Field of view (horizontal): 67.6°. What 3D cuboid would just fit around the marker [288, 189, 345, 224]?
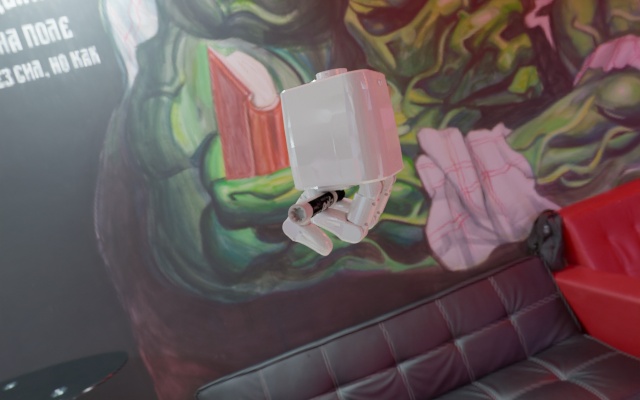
[{"bbox_3d":[0.000,0.002,0.483,0.020,0.020,0.121,0,10,21],"label":"marker"}]
